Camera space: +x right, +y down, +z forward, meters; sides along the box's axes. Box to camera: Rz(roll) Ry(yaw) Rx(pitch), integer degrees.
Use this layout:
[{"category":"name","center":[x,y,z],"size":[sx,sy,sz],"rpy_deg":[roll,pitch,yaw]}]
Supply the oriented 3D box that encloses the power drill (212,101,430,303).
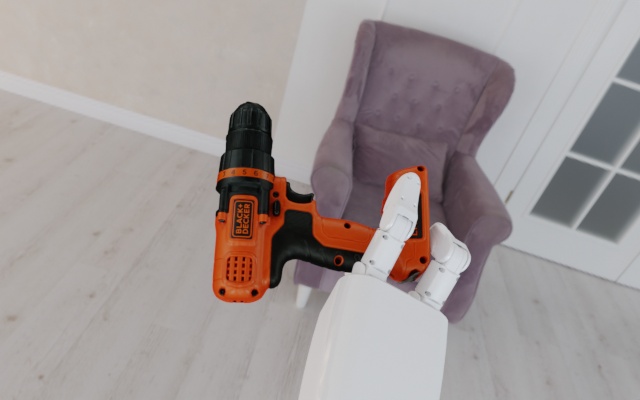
[{"category":"power drill","center":[0.001,0.002,0.431],"size":[0.187,0.184,0.057],"rpy_deg":[3,-16,-5]}]
